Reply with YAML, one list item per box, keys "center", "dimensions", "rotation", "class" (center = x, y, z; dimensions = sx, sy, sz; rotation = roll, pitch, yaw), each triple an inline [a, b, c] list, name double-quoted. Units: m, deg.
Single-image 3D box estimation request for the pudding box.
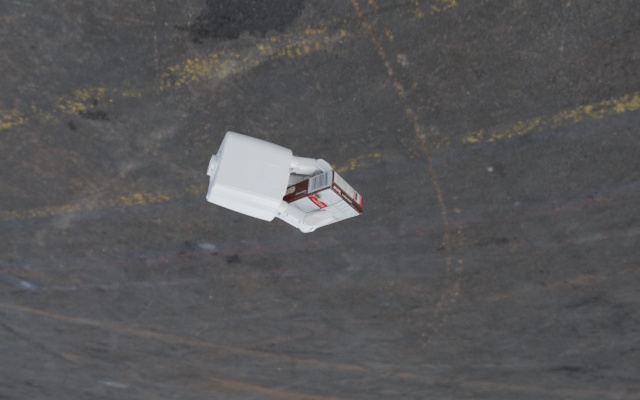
- center: [0.000, 0.003, 0.789]
  dimensions: [0.113, 0.039, 0.090]
  rotation: [-18, -41, 33]
  class: "pudding box"
